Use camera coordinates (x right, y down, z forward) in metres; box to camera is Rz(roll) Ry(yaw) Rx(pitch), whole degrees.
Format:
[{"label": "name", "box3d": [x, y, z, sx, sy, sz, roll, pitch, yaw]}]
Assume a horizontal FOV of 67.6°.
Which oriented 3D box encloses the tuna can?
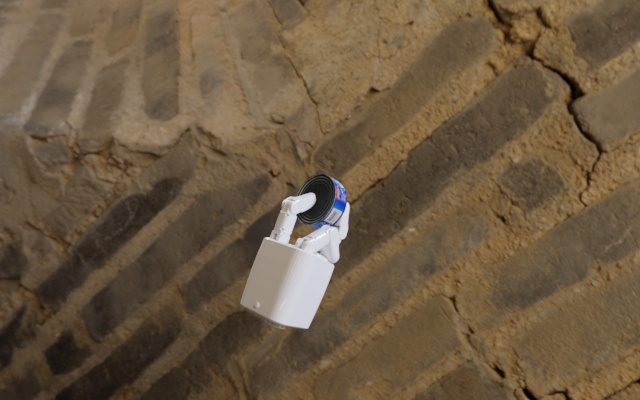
[{"label": "tuna can", "box3d": [0.001, 0.003, 0.760, 0.086, 0.086, 0.034, 0, -19, 43]}]
